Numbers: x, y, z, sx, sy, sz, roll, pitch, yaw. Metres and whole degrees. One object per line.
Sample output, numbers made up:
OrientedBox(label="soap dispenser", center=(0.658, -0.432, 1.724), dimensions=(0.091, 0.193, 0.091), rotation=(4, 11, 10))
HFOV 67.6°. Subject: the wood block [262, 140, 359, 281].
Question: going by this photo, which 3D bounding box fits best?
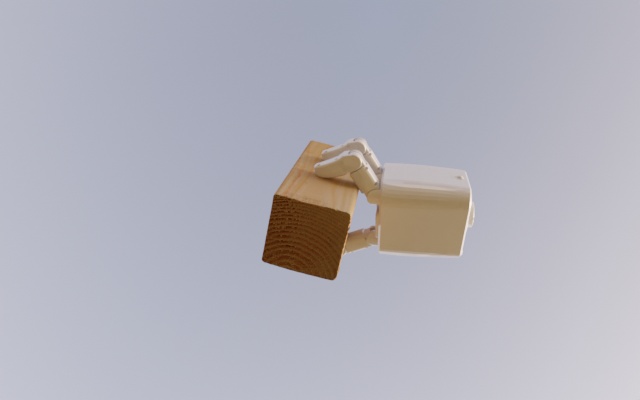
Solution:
OrientedBox(label="wood block", center=(0.000, 0.002, 0.618), dimensions=(0.090, 0.091, 0.206), rotation=(14, 25, 5))
